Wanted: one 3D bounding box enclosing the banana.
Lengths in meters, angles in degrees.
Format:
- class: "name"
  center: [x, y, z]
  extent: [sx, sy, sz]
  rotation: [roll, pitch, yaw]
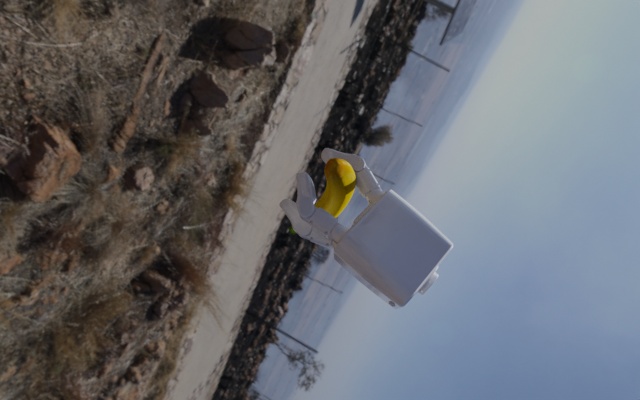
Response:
- class: "banana"
  center: [0.013, -0.005, 0.639]
  extent: [0.069, 0.037, 0.198]
  rotation: [-30, -16, -30]
